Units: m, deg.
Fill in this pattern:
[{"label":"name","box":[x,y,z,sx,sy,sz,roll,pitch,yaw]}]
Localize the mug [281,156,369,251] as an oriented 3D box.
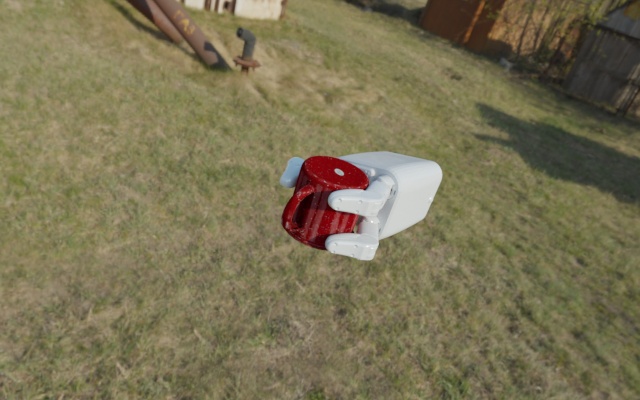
[{"label":"mug","box":[-0.001,0.002,0.554,0.093,0.081,0.117,36,33,31]}]
